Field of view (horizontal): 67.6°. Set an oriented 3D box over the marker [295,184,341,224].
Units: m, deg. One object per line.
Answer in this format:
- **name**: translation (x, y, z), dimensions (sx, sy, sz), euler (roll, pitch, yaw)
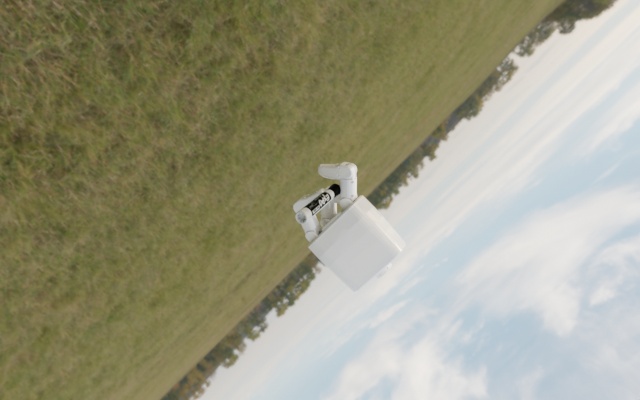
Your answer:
- **marker**: translation (0.000, 0.002, 0.686), dimensions (0.020, 0.020, 0.121), euler (0, 20, 27)
